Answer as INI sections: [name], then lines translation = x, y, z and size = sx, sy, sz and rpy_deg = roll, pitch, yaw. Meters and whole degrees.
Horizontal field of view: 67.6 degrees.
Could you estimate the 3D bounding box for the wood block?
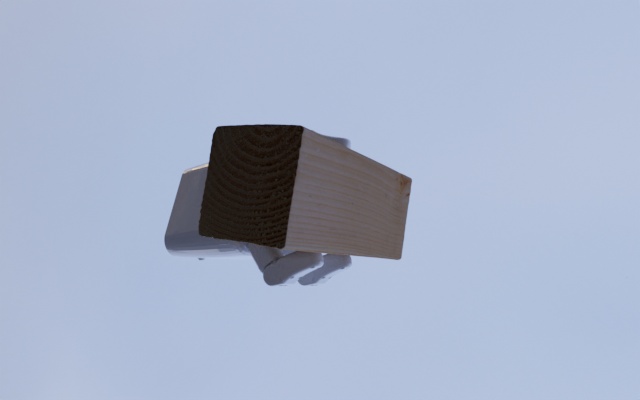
[wood block]
translation = 0.000, 0.001, 0.440
size = 0.090, 0.091, 0.206
rpy_deg = 5, -5, 33
